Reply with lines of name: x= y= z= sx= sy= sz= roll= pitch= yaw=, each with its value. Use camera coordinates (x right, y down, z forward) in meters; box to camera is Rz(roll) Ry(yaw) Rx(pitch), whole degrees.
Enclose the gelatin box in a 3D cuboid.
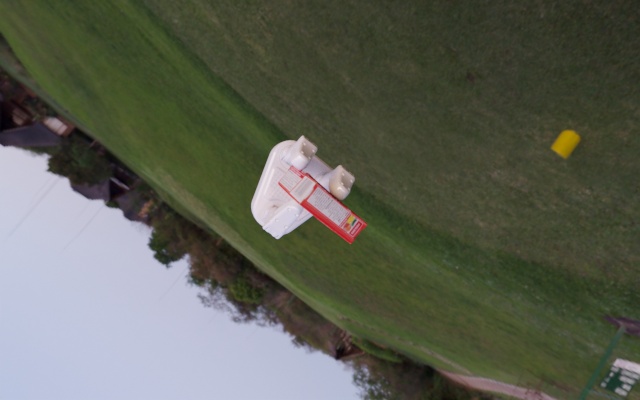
gelatin box: x=0.000 y=0.002 z=0.503 sx=0.073 sy=0.030 sz=0.089 roll=39 pitch=0 yaw=-25
